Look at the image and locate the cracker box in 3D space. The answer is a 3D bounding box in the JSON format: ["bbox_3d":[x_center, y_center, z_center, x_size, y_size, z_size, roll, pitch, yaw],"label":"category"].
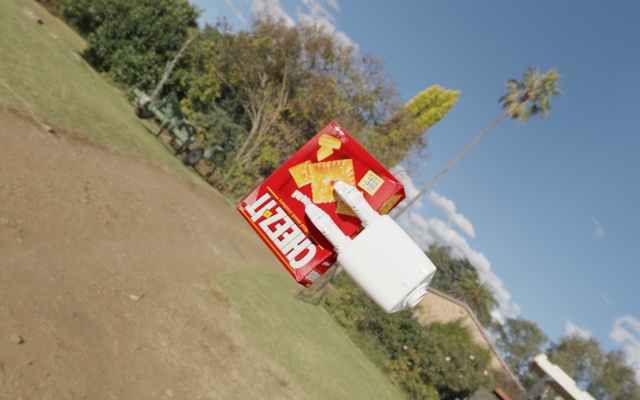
[{"bbox_3d":[0.000,0.002,0.749,0.213,0.164,0.072,-42,-22,-3],"label":"cracker box"}]
